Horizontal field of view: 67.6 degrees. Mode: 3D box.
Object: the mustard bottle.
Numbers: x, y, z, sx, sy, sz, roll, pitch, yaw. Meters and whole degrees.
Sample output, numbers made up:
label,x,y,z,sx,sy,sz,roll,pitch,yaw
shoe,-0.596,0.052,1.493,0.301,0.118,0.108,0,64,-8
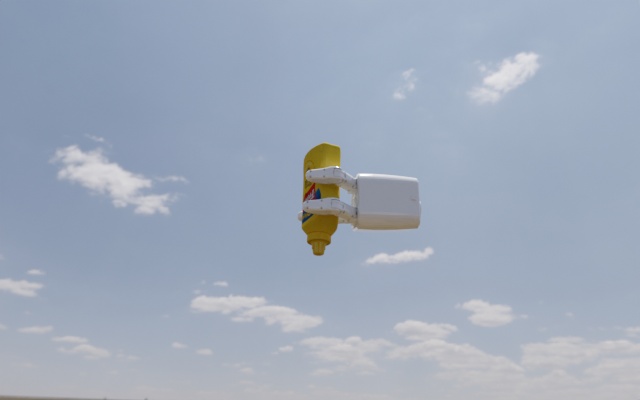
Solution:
label,x,y,z,sx,sy,sz,roll,pitch,yaw
mustard bottle,0.000,0.002,0.831,0.058,0.191,0.096,13,-27,-23
